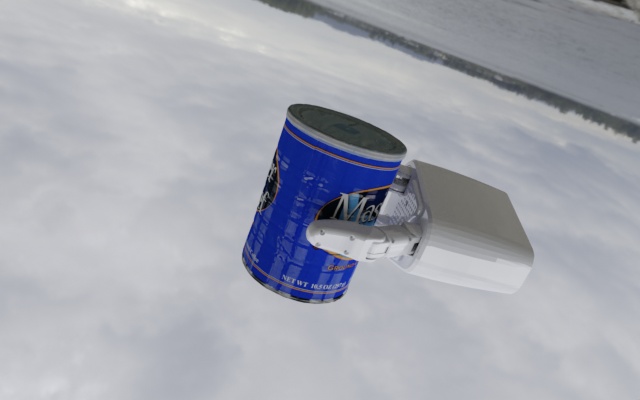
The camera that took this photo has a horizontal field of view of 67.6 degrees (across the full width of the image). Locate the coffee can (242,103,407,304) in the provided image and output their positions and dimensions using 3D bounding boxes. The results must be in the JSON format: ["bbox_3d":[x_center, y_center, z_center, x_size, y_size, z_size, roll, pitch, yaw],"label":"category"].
[{"bbox_3d":[0.000,0.001,0.412,0.103,0.140,0.102,18,21,-7],"label":"coffee can"}]
